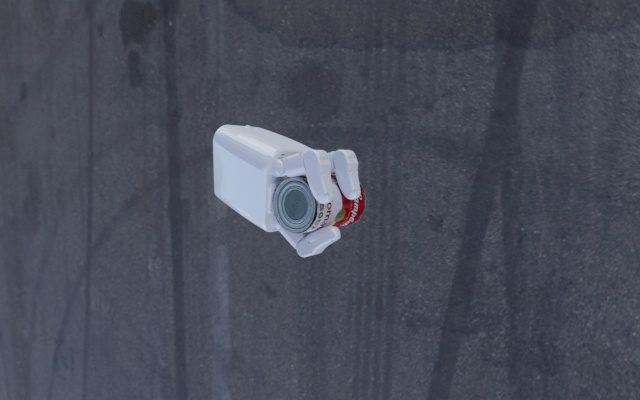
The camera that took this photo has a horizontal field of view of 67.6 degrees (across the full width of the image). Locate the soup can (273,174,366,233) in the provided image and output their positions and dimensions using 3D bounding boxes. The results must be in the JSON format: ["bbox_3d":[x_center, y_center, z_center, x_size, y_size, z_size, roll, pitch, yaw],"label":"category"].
[{"bbox_3d":[0.000,0.002,0.583,0.068,0.068,0.102,0,3,38],"label":"soup can"}]
